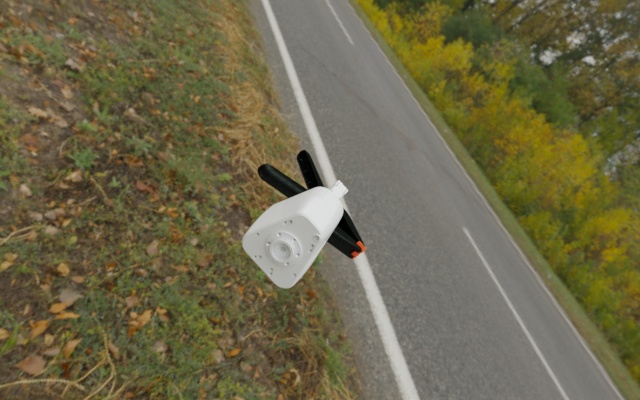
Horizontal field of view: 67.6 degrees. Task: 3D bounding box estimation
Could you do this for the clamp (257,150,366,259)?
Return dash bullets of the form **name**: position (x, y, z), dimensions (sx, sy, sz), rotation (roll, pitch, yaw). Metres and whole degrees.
- **clamp**: position (0.001, 0.003, 0.786), dimensions (0.036, 0.210, 0.164), rotation (-40, 4, 26)
